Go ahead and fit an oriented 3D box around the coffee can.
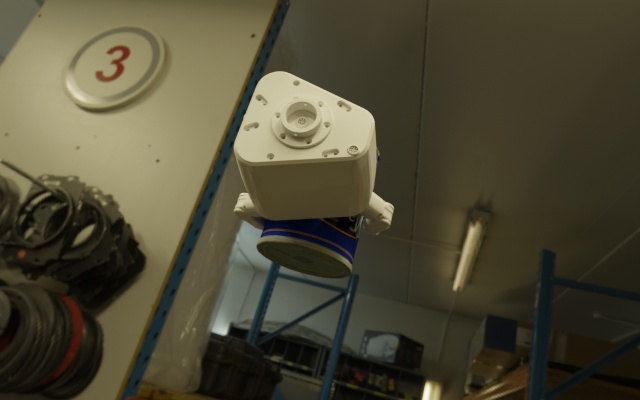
[{"bbox_3d":[0.000,0.002,0.523,0.103,0.140,0.103,14,-22,6],"label":"coffee can"}]
